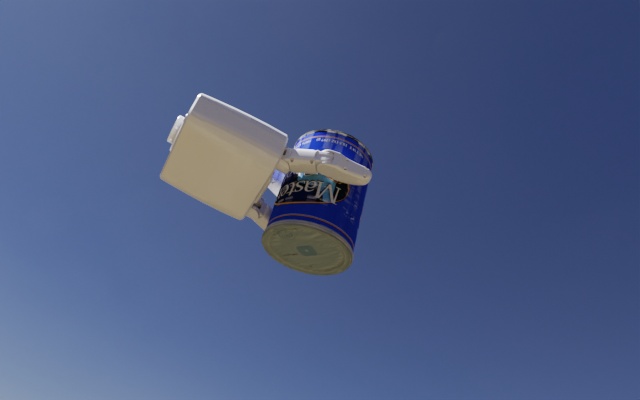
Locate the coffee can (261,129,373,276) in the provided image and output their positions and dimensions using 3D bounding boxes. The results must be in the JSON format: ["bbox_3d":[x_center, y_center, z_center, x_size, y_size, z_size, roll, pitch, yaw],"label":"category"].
[{"bbox_3d":[0.000,0.002,0.561,0.103,0.140,0.103,10,-36,8],"label":"coffee can"}]
